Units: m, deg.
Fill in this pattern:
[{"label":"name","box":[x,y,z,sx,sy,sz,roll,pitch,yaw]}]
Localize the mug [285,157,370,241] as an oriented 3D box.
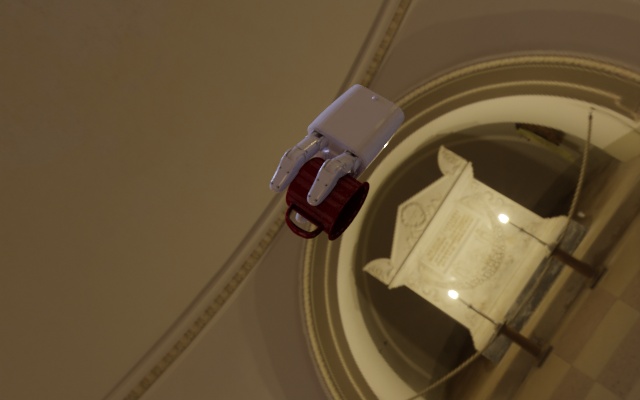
[{"label":"mug","box":[-0.001,0.003,0.641,0.081,0.117,0.093,34,-27,17]}]
